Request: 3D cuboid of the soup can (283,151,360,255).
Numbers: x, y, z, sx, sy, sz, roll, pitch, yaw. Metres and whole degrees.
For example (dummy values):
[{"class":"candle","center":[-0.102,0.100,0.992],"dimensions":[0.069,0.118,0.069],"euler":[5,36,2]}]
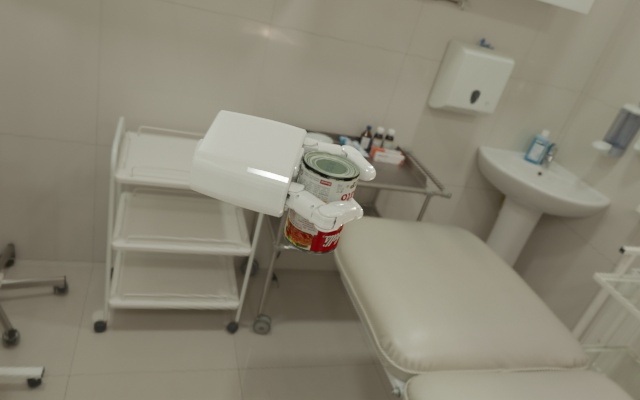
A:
[{"class":"soup can","center":[0.001,0.002,0.552],"dimensions":[0.068,0.102,0.068],"euler":[13,28,-7]}]
